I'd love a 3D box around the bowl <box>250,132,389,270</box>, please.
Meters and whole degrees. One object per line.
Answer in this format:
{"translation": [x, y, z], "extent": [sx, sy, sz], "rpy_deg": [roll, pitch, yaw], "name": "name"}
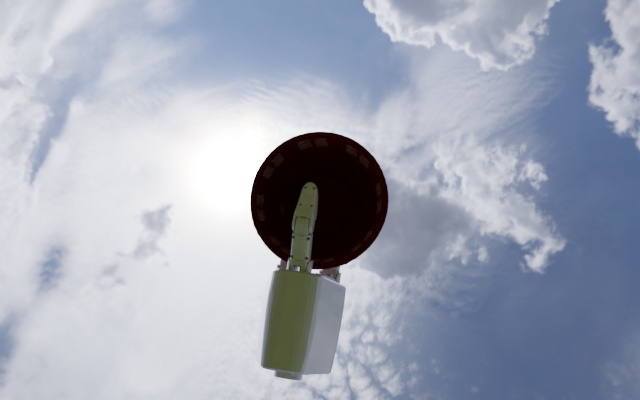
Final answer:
{"translation": [0.001, 0.001, 0.576], "extent": [0.162, 0.162, 0.055], "rpy_deg": [0, -7, 7], "name": "bowl"}
